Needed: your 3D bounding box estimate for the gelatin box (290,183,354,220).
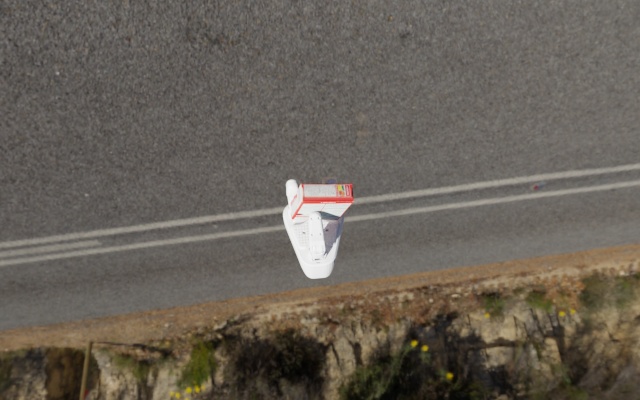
[{"bbox_3d":[0.000,0.003,0.683,0.073,0.030,0.089,0,-18,-14],"label":"gelatin box"}]
